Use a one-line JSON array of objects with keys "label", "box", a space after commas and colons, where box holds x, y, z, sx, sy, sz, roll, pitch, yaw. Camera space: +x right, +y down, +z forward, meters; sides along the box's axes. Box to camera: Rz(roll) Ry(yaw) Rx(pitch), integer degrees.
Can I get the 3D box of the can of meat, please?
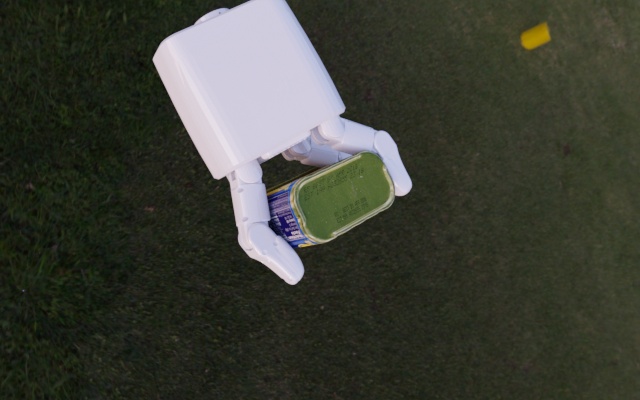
[{"label": "can of meat", "box": [0.000, 0.001, 0.403, 0.102, 0.057, 0.084, -27, 5, -32]}]
